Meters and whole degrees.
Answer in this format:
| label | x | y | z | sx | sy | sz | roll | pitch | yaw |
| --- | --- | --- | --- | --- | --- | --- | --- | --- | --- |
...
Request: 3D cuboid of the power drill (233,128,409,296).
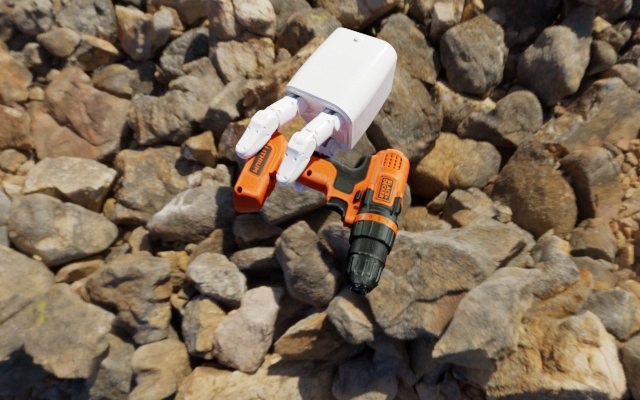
| label | x | y | z | sx | sy | sz | roll | pitch | yaw |
| --- | --- | --- | --- | --- | --- | --- | --- | --- | --- |
| power drill | 0.000 | 0.001 | 0.550 | 0.187 | 0.184 | 0.057 | 18 | -32 | 3 |
